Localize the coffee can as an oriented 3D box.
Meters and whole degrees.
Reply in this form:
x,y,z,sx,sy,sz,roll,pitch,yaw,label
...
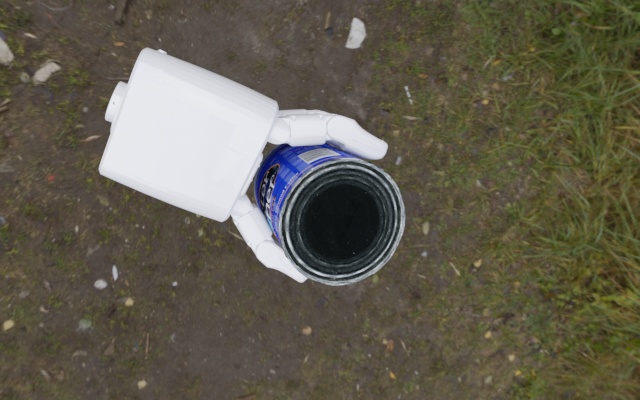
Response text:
x,y,z,sx,sy,sz,roll,pitch,yaw,label
0.000,0.002,0.431,0.103,0.103,0.140,0,14,-16,coffee can
